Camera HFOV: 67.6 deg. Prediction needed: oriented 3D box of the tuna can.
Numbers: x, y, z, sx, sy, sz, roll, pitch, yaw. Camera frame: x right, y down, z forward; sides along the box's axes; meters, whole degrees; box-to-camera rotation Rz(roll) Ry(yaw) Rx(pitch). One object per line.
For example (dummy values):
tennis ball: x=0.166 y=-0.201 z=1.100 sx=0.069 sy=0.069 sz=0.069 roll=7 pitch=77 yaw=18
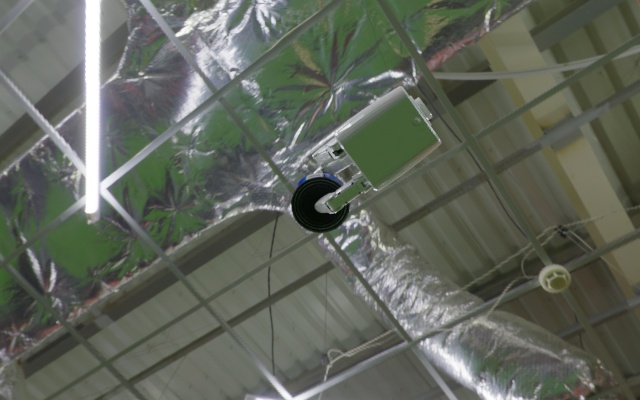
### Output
tuna can: x=0.000 y=0.002 z=0.707 sx=0.086 sy=0.086 sz=0.033 roll=0 pitch=18 yaw=1
